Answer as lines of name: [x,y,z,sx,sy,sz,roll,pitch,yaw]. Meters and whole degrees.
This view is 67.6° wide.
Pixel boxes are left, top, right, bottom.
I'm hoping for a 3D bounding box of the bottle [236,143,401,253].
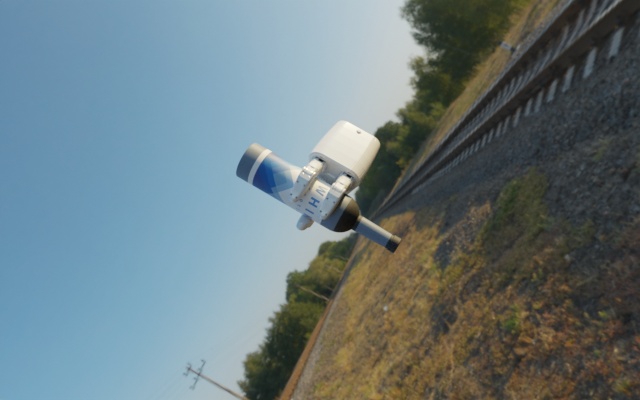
bottle: [0.000,0.003,0.803,0.295,0.069,0.069,30,3,6]
